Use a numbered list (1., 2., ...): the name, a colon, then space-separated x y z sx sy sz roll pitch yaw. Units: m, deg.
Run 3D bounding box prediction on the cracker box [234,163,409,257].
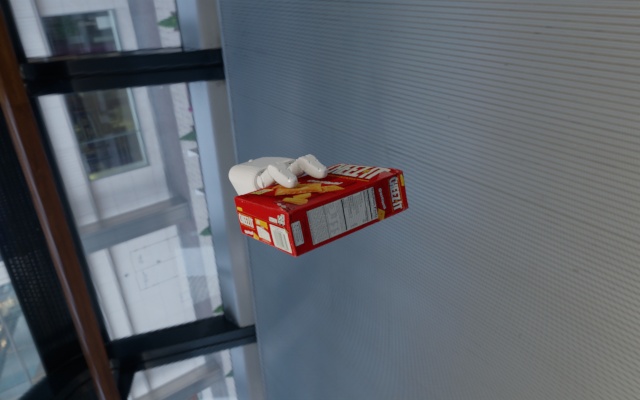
1. cracker box: 0.000 0.003 0.737 0.213 0.072 0.164 -21 19 -31
